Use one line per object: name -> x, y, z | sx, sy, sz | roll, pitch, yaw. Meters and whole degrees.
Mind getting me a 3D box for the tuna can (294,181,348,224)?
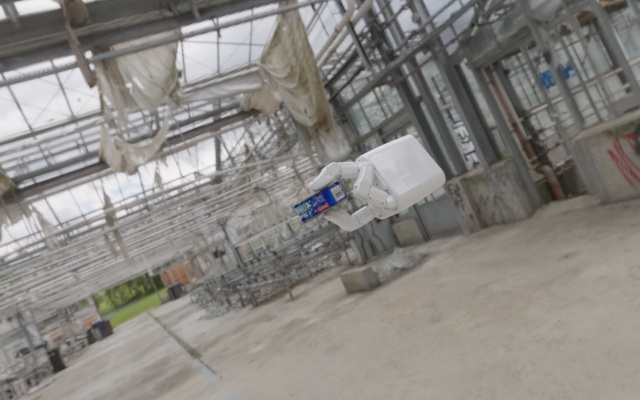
tuna can -> 0.000, 0.002, 0.776 | 0.086, 0.034, 0.086 | -30, 1, 1
